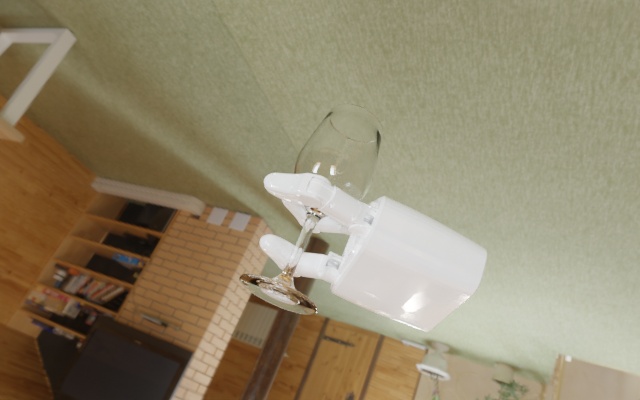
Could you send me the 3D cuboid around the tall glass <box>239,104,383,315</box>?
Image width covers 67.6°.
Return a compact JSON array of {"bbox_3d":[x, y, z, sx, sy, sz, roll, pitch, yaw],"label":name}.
[{"bbox_3d":[0.000,0.002,0.458,0.079,0.201,0.079,19,-26,10],"label":"tall glass"}]
